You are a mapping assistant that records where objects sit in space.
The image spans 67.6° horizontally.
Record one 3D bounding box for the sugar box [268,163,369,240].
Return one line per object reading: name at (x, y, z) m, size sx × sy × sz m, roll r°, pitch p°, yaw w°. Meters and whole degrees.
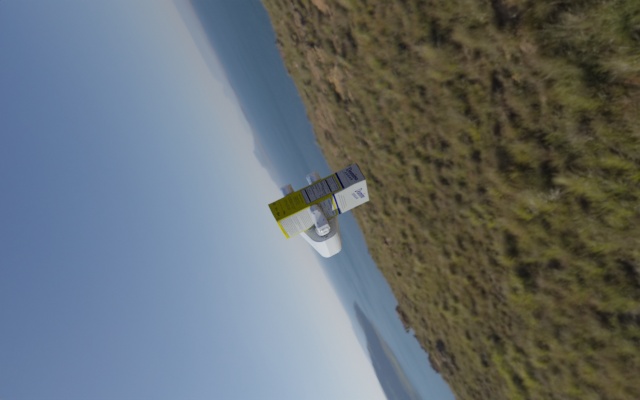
sugar box at (0.000, 0.003, 0.879) m, size 0.176 × 0.048 × 0.093 m, roll -27°, pitch -26°, yaw -3°
